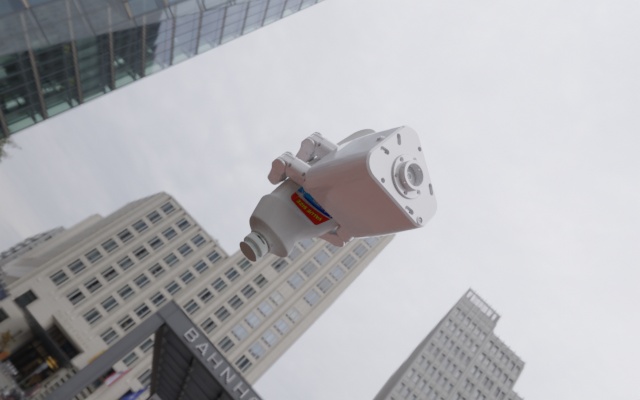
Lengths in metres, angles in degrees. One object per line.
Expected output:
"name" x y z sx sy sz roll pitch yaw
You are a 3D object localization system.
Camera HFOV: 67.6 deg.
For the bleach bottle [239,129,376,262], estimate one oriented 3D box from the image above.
"bleach bottle" 0.000 0.002 0.624 0.250 0.102 0.068 -39 16 -35
